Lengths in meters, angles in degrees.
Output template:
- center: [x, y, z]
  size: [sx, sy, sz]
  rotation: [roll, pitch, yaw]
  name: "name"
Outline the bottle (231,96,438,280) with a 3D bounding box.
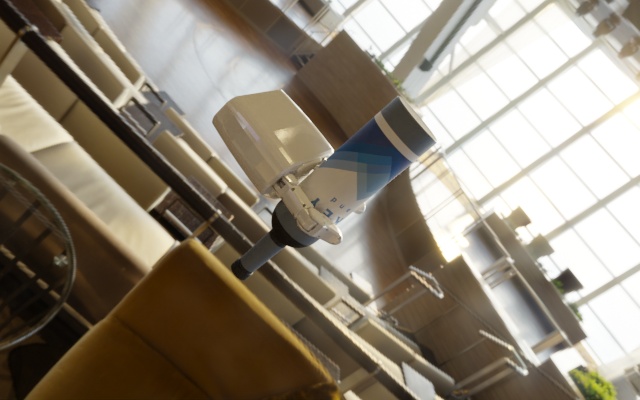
- center: [0.000, 0.002, 0.564]
  size: [0.296, 0.069, 0.069]
  rotation: [-41, -16, 20]
  name: "bottle"
